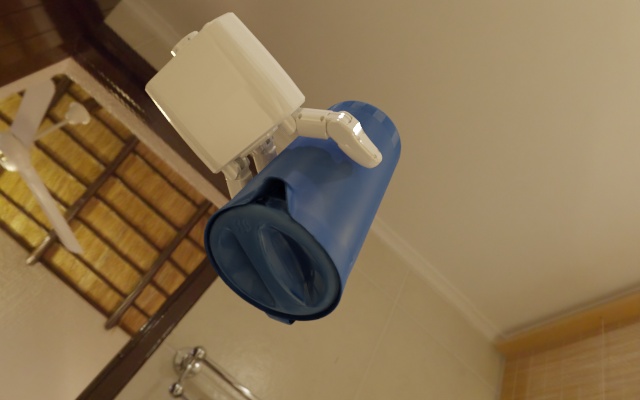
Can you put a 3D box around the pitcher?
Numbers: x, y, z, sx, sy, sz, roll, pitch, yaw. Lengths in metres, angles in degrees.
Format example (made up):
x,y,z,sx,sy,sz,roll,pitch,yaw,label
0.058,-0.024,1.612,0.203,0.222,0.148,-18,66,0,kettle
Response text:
x,y,z,sx,sy,sz,roll,pitch,yaw,label
0.000,0.001,0.500,0.149,0.145,0.242,-31,16,41,pitcher
